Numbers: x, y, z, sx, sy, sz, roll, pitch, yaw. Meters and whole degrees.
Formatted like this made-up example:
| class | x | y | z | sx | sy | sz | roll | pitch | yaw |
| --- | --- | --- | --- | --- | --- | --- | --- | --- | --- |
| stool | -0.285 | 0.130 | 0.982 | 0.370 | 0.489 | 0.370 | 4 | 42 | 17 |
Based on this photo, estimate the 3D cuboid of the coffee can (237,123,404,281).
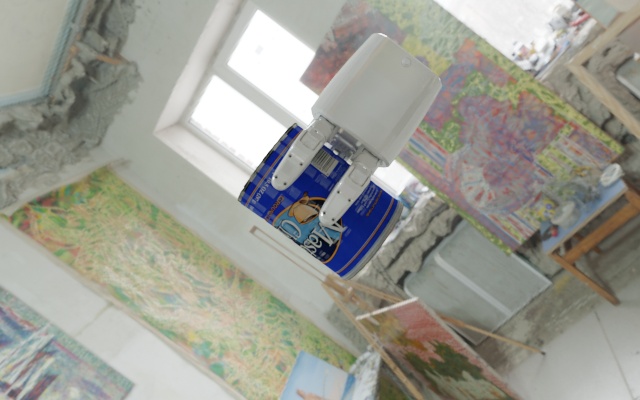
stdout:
| class | x | y | z | sx | sy | sz | roll | pitch | yaw |
| --- | --- | --- | --- | --- | --- | --- | --- | --- | --- |
| coffee can | 0.000 | 0.002 | 0.501 | 0.140 | 0.103 | 0.103 | 37 | -2 | -2 |
